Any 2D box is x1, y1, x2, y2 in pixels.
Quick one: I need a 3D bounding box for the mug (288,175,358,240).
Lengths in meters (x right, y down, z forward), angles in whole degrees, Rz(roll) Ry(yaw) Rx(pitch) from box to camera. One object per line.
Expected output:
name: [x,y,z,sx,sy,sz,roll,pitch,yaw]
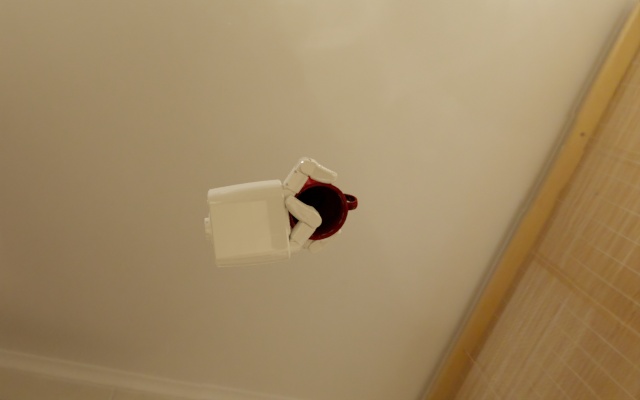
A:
mug: [0.001,0.002,0.749,0.117,0.093,0.081,-6,21,-10]
